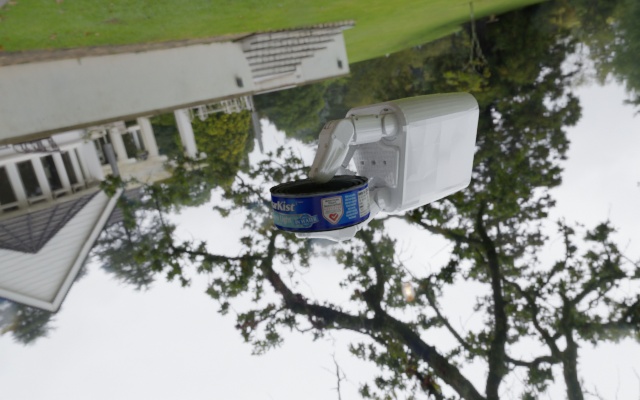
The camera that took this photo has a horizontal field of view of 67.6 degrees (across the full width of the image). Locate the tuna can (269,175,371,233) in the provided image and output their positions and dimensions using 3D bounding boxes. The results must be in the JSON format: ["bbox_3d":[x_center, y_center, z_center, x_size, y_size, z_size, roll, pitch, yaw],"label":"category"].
[{"bbox_3d":[0.000,0.002,0.413,0.086,0.034,0.086,-6,11,1],"label":"tuna can"}]
